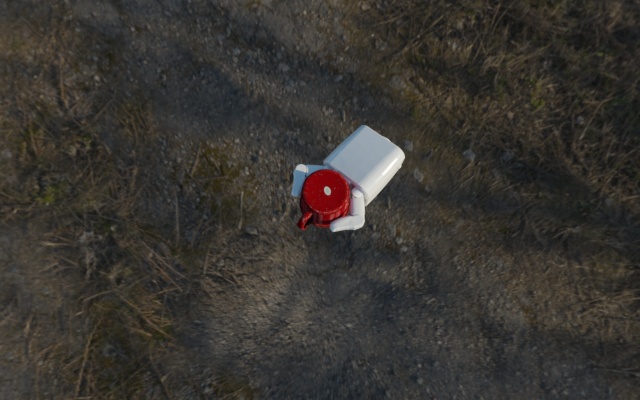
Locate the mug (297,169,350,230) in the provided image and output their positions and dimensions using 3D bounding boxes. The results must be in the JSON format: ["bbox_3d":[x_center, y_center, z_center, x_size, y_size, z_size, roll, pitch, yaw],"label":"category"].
[{"bbox_3d":[-0.001,0.004,0.833,0.093,0.117,0.081,42,-11,10],"label":"mug"}]
